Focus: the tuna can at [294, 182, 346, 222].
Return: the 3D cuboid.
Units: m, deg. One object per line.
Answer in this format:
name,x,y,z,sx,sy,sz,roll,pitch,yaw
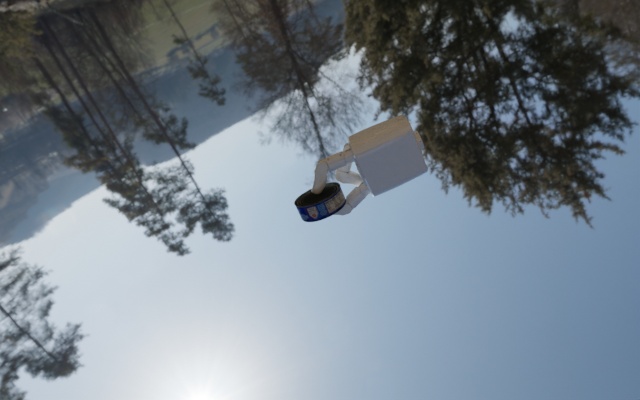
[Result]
tuna can,0.000,0.003,0.827,0.086,0.034,0.086,-21,19,7
